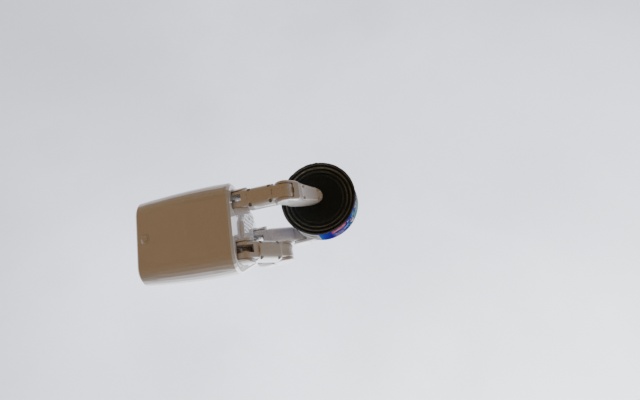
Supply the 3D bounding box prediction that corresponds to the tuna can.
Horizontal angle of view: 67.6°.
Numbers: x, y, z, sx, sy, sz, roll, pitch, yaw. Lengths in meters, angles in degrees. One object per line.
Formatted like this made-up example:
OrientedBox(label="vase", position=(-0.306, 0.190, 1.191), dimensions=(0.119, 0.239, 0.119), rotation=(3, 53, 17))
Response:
OrientedBox(label="tuna can", position=(0.000, 0.002, 0.552), dimensions=(0.086, 0.086, 0.034), rotation=(0, -18, 12))
